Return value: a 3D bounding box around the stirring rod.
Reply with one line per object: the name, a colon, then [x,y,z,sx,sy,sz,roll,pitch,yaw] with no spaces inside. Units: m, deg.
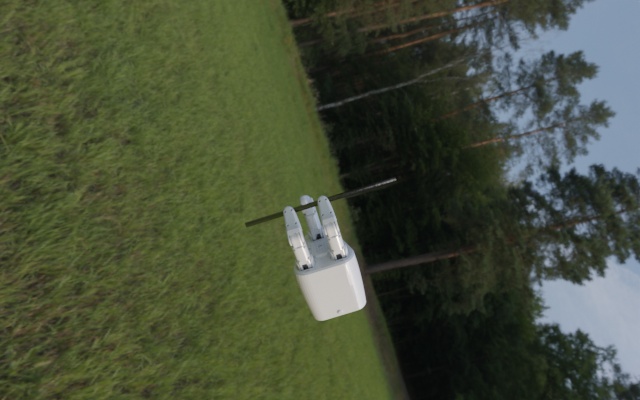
stirring rod: [0.000,0.002,0.732,0.239,0.011,0.011,-17,-1,2]
